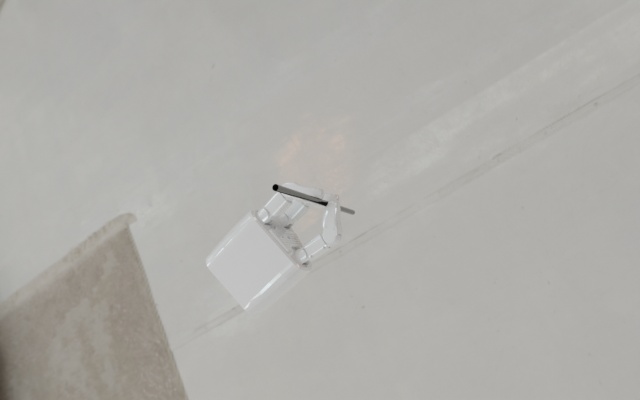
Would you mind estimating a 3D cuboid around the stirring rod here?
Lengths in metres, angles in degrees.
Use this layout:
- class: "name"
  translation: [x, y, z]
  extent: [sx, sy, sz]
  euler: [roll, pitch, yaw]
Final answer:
- class: "stirring rod"
  translation: [0.000, 0.002, 0.634]
  extent: [0.011, 0.011, 0.239]
  euler: [0, -8, 25]
